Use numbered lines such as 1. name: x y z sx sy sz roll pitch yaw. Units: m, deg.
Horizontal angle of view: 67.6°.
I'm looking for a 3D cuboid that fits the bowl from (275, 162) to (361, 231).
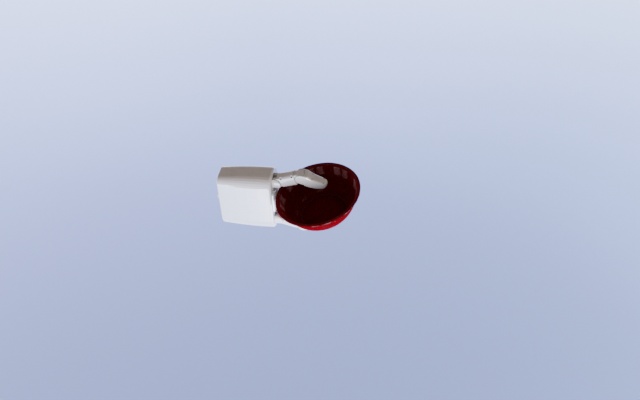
1. bowl: 0.001 0.003 0.892 0.162 0.162 0.055 0 -42 19
